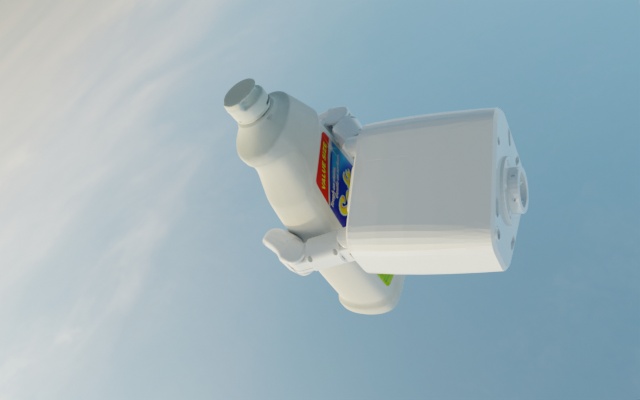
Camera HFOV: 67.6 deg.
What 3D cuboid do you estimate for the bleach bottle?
[{"bbox_3d":[0.000,0.001,0.422,0.068,0.102,0.251,-5,-38,34],"label":"bleach bottle"}]
